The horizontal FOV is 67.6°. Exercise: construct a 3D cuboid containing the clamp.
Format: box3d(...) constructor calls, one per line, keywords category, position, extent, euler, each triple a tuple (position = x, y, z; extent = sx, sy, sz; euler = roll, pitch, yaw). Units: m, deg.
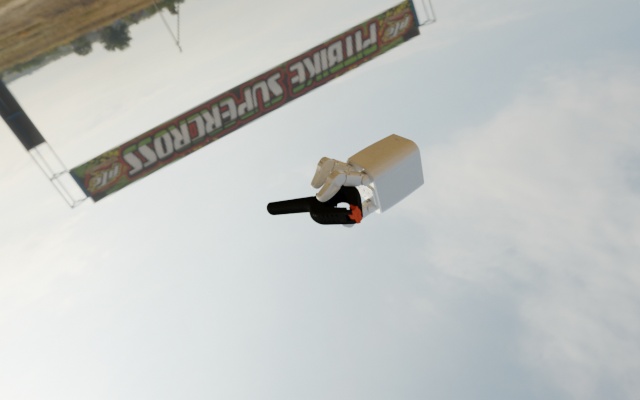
box3d(category="clamp", position=(0.001, 0.003, 0.844), extent=(0.164, 0.036, 0.210), euler=(-32, 29, -11))
